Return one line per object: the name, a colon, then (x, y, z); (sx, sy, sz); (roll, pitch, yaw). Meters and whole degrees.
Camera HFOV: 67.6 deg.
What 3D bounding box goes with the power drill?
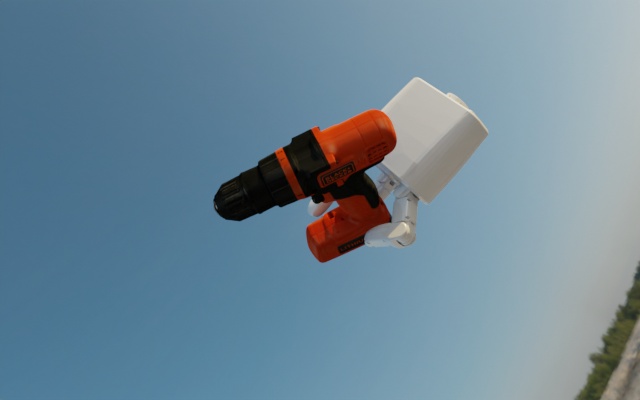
power drill: (0.000, 0.002, 0.508); (0.184, 0.057, 0.188); (-24, -30, 1)
